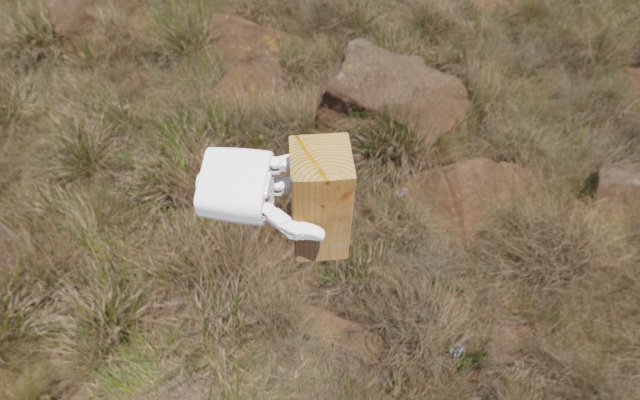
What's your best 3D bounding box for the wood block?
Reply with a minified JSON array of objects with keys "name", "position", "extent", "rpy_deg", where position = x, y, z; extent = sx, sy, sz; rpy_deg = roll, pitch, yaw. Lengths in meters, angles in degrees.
[{"name":"wood block","position":[0.000,0.003,0.740],"extent":[0.090,0.090,0.206],"rpy_deg":[-3,-38,-3]}]
